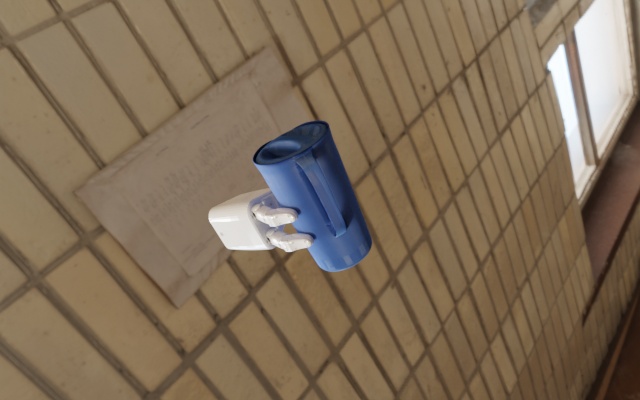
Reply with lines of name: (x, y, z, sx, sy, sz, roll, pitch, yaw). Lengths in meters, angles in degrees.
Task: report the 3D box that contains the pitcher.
pitcher: (0.000, 0.003, 0.796, 0.145, 0.243, 0.149, -8, 31, 33)
